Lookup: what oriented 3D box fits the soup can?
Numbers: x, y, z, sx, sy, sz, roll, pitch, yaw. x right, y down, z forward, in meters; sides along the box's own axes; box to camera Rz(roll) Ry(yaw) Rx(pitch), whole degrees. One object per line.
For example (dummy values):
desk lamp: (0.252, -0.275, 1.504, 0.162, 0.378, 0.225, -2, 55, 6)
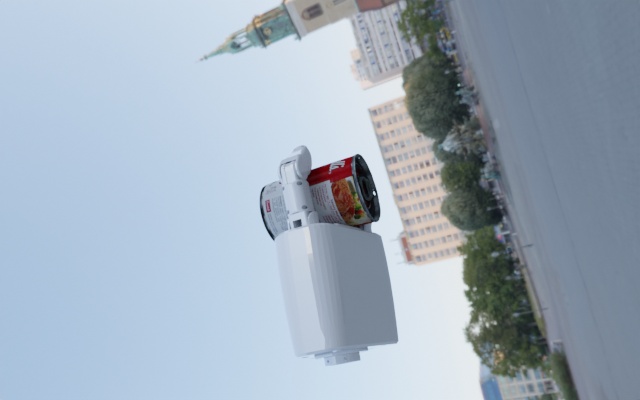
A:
soup can: (0.000, 0.001, 0.471, 0.102, 0.068, 0.068, -17, -6, 19)
